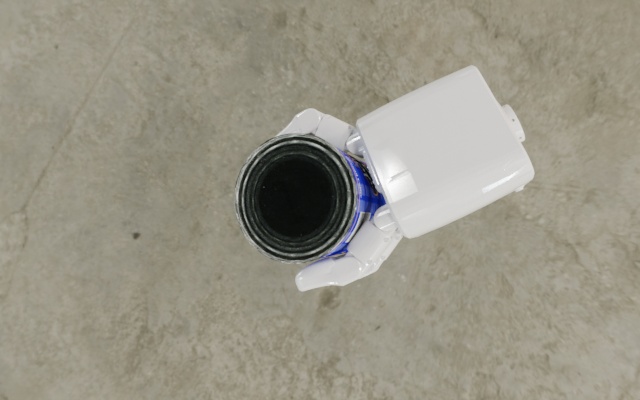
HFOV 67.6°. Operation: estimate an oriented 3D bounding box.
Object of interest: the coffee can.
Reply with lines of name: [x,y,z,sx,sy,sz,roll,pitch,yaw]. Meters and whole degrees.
coffee can: [0.000,0.001,0.435,0.103,0.103,0.140,0,-3,18]
